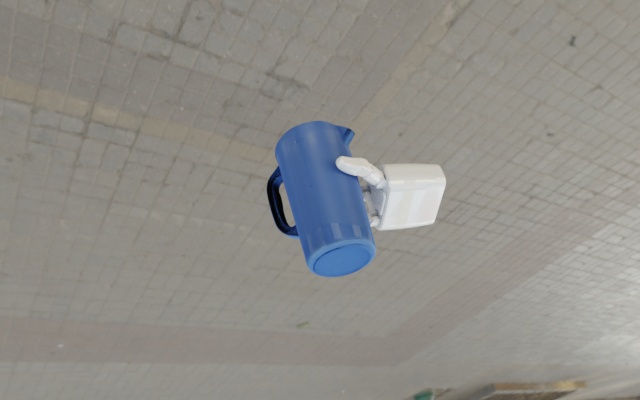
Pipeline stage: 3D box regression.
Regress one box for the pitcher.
[{"bbox_3d":[0.000,0.003,0.786,0.145,0.242,0.149,-2,-37,-16],"label":"pitcher"}]
